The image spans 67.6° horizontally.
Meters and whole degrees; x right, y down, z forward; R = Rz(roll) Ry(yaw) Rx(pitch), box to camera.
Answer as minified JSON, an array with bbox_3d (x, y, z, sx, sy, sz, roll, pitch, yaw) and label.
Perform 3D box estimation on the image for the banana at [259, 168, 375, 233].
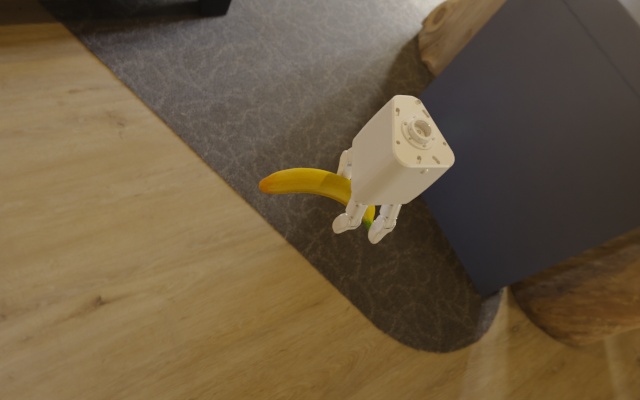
[{"bbox_3d":[0.007,-0.012,0.720,0.198,0.069,0.037,22,-29,-15],"label":"banana"}]
